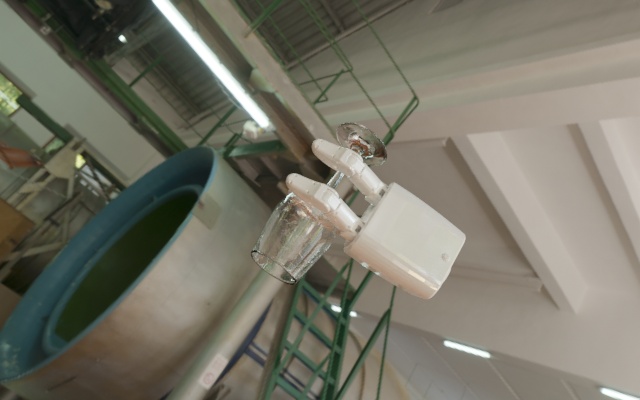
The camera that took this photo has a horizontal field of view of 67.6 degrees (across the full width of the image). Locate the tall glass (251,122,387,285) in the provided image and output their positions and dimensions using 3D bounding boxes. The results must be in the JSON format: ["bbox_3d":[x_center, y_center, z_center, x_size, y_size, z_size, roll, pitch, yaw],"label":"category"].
[{"bbox_3d":[0.000,0.001,0.571,0.079,0.201,0.079,29,-25,15],"label":"tall glass"}]
